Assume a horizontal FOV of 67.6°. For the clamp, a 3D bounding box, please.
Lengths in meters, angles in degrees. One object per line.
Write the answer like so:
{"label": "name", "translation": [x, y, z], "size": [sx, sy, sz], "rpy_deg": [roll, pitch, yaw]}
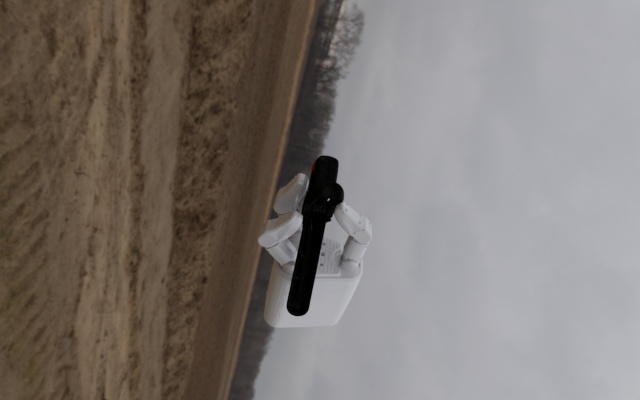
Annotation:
{"label": "clamp", "translation": [0.001, 0.002, 0.542], "size": [0.036, 0.165, 0.209], "rpy_deg": [14, 39, -5]}
